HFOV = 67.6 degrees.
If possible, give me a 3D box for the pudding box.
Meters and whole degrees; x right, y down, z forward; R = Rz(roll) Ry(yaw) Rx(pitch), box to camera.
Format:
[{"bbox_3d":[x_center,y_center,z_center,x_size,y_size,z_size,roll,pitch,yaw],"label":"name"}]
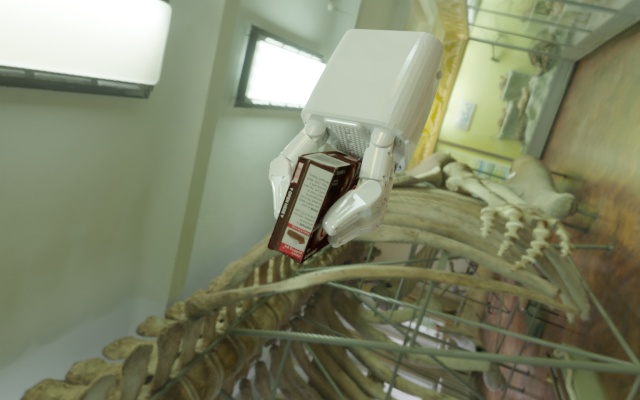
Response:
[{"bbox_3d":[0.000,0.001,0.446,0.039,0.090,0.113,24,13,16],"label":"pudding box"}]
